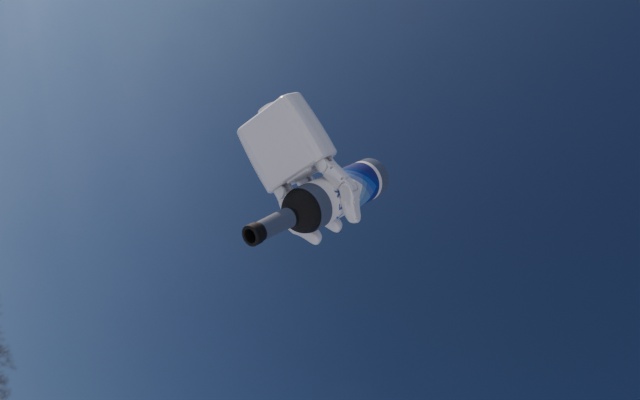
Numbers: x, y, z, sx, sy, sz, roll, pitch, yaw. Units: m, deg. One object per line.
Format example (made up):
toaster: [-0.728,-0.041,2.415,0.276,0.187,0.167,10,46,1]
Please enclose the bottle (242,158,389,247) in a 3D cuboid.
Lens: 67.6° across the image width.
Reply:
bottle: [0.000,0.002,0.686,0.069,0.069,0.295,0,16,37]
